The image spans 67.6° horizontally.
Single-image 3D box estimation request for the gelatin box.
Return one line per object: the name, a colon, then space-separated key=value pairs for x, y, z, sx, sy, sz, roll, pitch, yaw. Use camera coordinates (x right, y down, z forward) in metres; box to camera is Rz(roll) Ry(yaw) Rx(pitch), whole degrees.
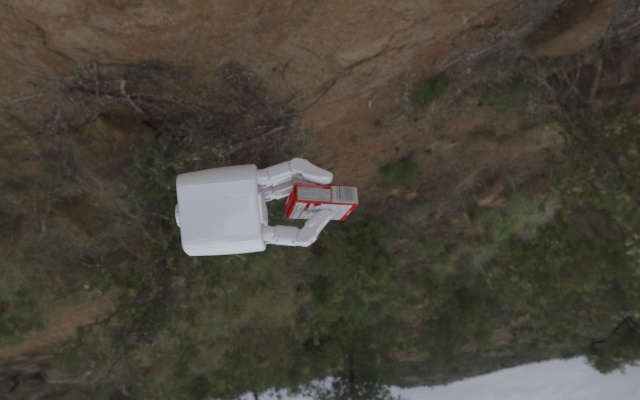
gelatin box: x=0.000 y=0.003 z=0.663 sx=0.089 sy=0.030 sz=0.073 roll=3 pitch=-20 yaw=-12
